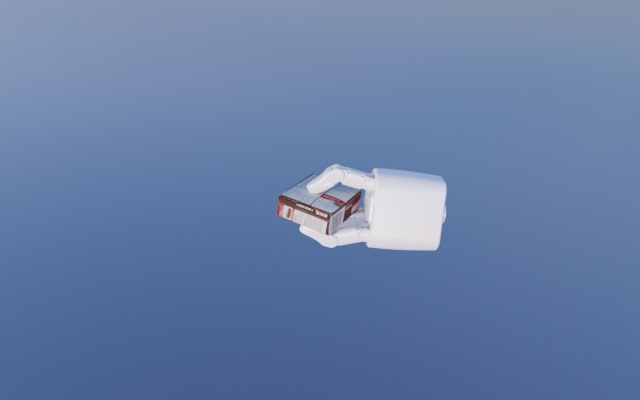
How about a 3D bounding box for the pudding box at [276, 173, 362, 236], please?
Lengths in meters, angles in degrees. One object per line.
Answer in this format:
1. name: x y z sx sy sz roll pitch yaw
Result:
1. pudding box: 0.000 0.002 0.725 0.090 0.039 0.113 20 27 21
